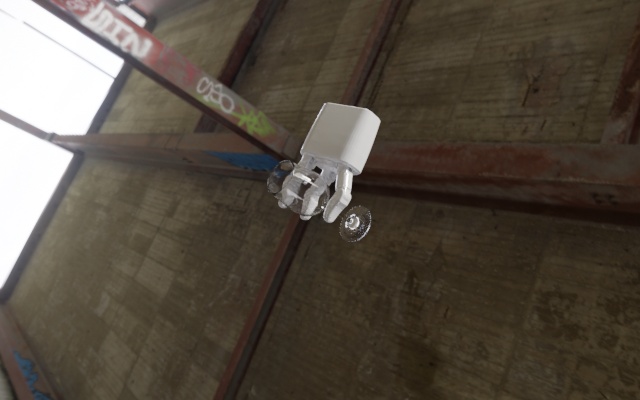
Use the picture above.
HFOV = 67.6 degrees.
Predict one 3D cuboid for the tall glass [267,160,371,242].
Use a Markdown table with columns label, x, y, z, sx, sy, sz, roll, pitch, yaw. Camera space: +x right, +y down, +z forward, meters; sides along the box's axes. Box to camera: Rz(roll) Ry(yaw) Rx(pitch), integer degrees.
| label | x | y | z | sx | sy | sz | roll | pitch | yaw |
| --- | --- | --- | --- | --- | --- | --- | --- | --- | --- |
| tall glass | 0.001 | 0.003 | 0.839 | 0.079 | 0.079 | 0.201 | 0 | -24 | 47 |
